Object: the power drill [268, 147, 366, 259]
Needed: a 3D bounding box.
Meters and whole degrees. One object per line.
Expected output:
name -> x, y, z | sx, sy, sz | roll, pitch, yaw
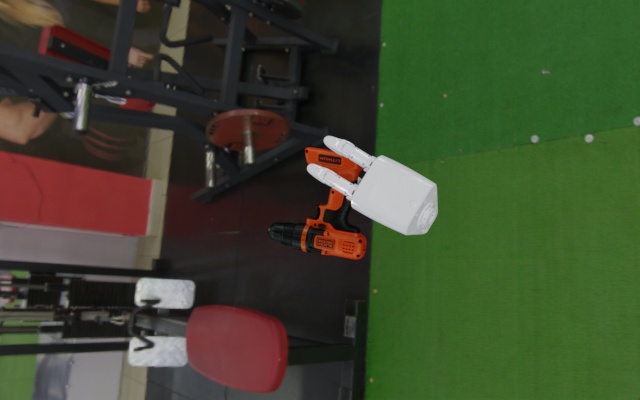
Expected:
power drill -> 0.000, 0.002, 0.850 | 0.184, 0.188, 0.057 | 9, 8, 16
